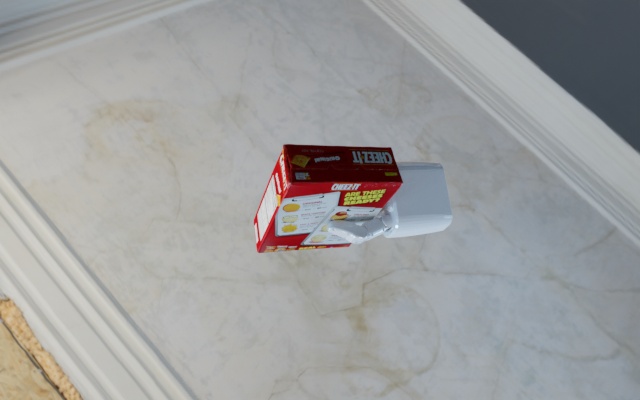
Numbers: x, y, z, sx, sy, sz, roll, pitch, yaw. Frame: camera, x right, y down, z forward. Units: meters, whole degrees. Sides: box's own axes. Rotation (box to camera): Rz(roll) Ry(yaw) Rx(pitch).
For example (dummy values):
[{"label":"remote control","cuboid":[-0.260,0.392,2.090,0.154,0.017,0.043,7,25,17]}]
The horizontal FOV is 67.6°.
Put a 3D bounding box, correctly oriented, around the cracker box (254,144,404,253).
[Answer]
[{"label":"cracker box","cuboid":[0.000,0.003,0.717,0.164,0.072,0.214,-1,-30,-21]}]
